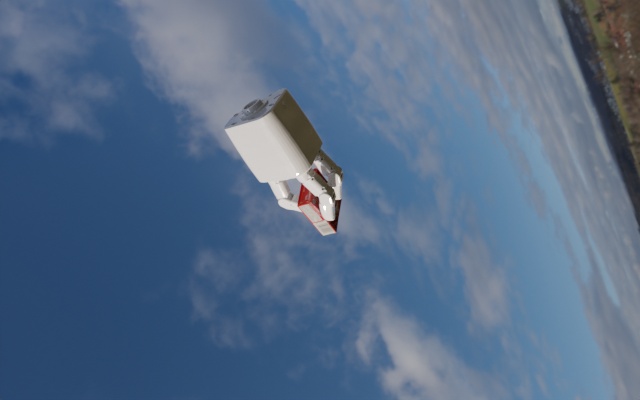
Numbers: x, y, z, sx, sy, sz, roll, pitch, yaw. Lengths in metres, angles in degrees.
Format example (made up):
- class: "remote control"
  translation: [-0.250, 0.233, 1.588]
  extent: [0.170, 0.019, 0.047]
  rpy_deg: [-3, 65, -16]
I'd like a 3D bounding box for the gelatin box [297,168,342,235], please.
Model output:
- class: "gelatin box"
  translation: [0.000, 0.003, 0.787]
  extent: [0.030, 0.073, 0.089]
  rpy_deg: [-14, -44, 28]
